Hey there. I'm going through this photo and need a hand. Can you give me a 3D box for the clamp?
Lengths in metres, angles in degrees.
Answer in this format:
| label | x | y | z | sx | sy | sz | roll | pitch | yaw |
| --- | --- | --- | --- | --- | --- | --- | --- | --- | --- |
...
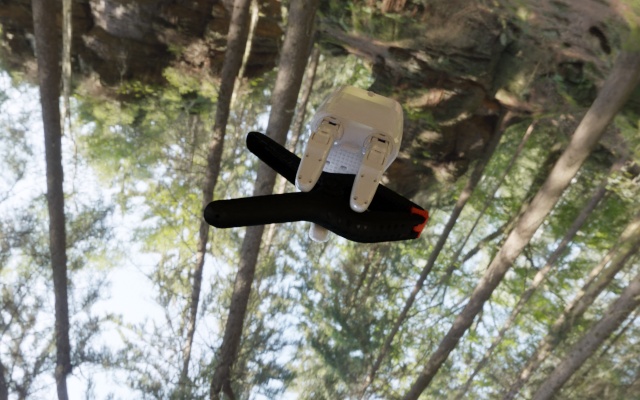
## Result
| label | x | y | z | sx | sy | sz | roll | pitch | yaw |
| --- | --- | --- | --- | --- | --- | --- | --- | --- | --- |
| clamp | 0.000 | 0.002 | 0.464 | 0.210 | 0.036 | 0.164 | 19 | 34 | 3 |
